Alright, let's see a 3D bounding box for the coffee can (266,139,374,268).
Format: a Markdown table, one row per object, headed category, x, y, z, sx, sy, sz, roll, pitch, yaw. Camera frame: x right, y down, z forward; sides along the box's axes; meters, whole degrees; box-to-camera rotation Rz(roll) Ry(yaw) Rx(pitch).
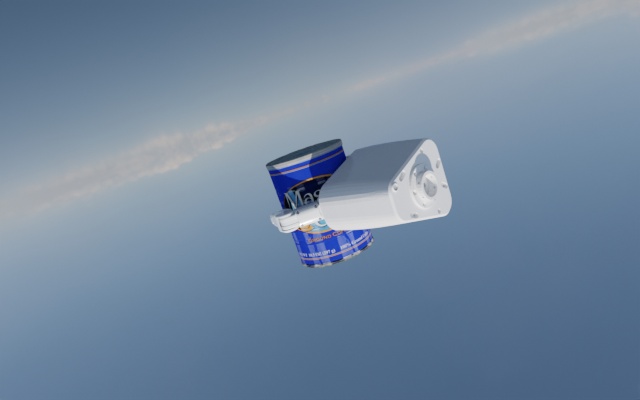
| category | x | y | z | sx | sy | sz | roll | pitch | yaw |
| --- | --- | --- | --- | --- | --- | --- | --- | --- | --- |
| coffee can | 0.000 | 0.002 | 0.626 | 0.103 | 0.140 | 0.102 | -18 | 11 | 4 |
